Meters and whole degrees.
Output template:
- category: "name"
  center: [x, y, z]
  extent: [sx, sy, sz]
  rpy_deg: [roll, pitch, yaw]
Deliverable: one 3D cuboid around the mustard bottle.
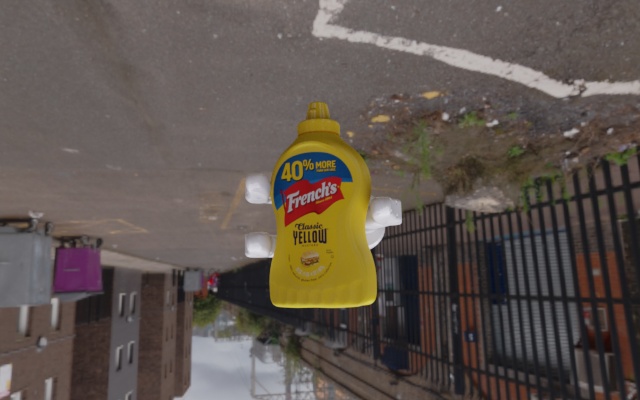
- category: "mustard bottle"
  center: [0.000, 0.002, 0.447]
  extent: [0.096, 0.191, 0.058]
  rpy_deg: [-6, -10, 25]
